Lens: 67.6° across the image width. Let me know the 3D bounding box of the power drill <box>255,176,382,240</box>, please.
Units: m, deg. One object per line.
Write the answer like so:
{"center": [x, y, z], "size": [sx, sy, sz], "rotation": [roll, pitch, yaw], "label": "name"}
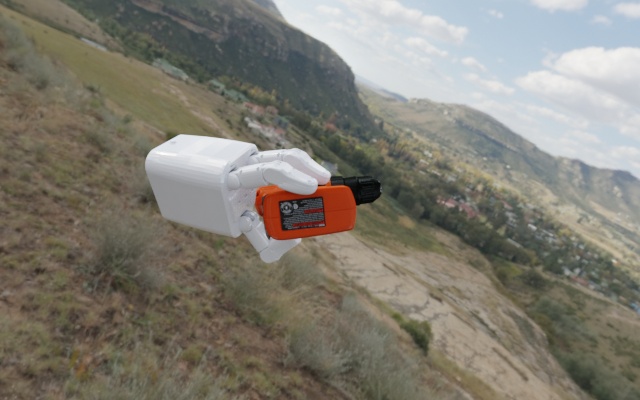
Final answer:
{"center": [0.000, 0.002, 0.622], "size": [0.184, 0.057, 0.187], "rotation": [-9, 6, -1], "label": "power drill"}
